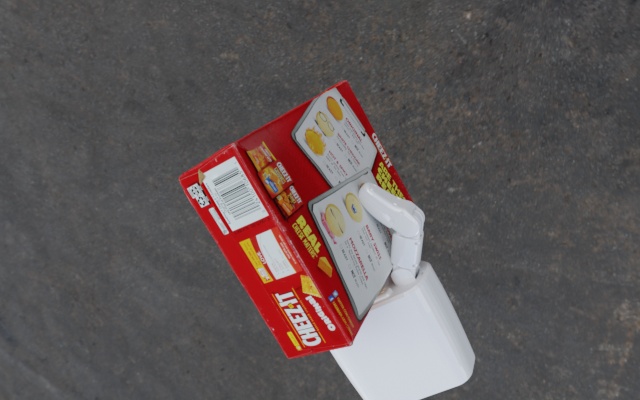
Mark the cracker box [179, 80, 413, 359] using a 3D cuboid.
[{"bbox_3d":[0.000,0.001,0.420,0.072,0.164,0.213,-23,12,32],"label":"cracker box"}]
